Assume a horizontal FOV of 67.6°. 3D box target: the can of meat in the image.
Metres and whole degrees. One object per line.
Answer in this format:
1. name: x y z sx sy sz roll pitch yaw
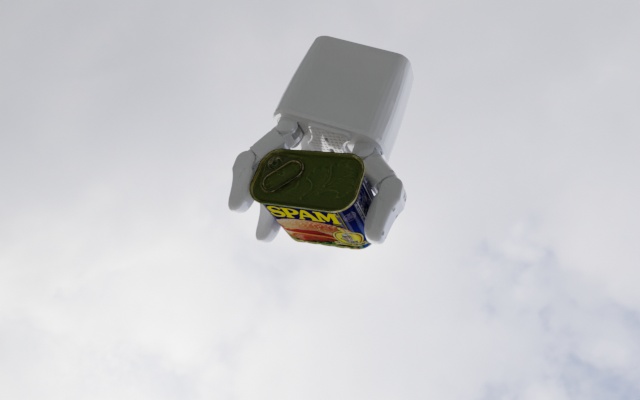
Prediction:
1. can of meat: 0.000 0.002 0.437 0.102 0.057 0.084 6 -27 25
